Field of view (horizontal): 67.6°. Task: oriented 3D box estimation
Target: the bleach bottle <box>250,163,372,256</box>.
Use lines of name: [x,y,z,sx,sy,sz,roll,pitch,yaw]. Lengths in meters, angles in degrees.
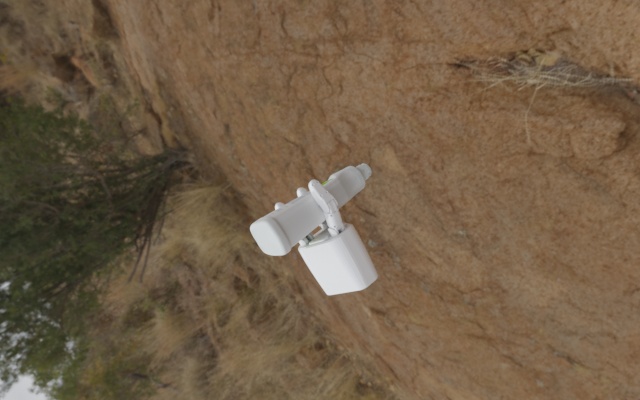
bleach bottle: [0.000,0.003,0.847,0.250,0.068,0.102,-34,10,-28]
